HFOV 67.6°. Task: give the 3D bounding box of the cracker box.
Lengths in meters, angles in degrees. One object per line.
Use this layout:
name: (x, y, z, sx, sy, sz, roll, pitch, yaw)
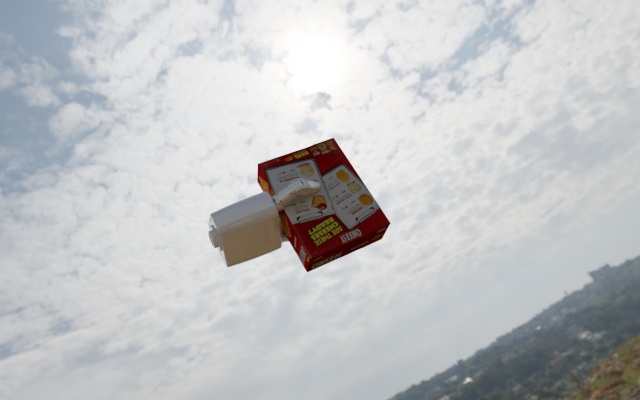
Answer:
cracker box: (0.000, 0.003, 0.880, 0.164, 0.213, 0.072, -21, -26, -20)
